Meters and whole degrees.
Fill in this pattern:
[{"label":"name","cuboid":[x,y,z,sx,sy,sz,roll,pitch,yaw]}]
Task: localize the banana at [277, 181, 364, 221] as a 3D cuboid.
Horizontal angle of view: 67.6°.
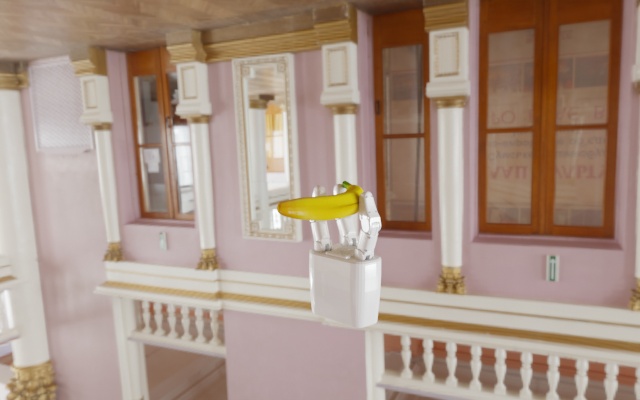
[{"label":"banana","cuboid":[0.018,0.004,0.703,0.069,0.037,0.198,10,14,30]}]
